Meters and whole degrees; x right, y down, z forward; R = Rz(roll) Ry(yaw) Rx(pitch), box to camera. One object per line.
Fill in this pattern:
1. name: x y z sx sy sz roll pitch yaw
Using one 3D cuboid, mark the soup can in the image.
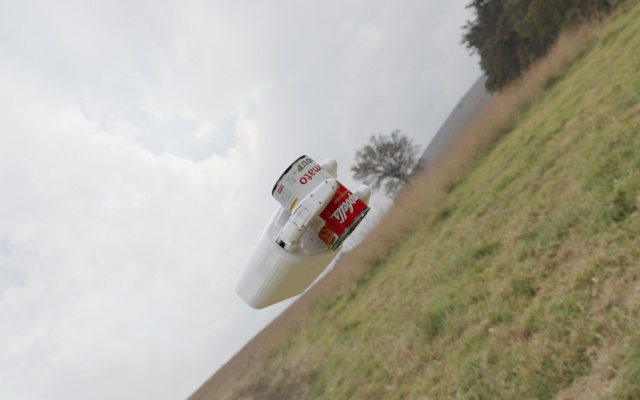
1. soup can: 0.000 0.001 0.575 0.102 0.068 0.068 41 8 9
